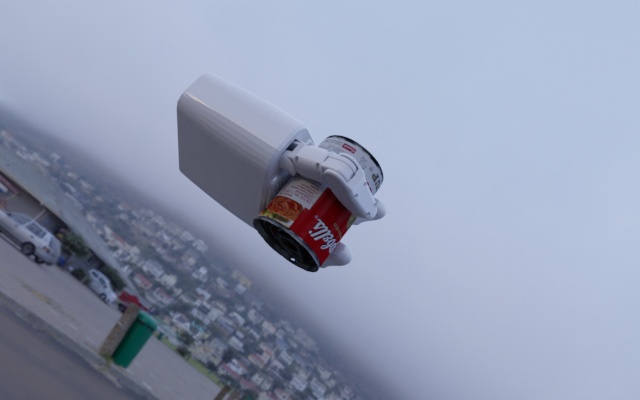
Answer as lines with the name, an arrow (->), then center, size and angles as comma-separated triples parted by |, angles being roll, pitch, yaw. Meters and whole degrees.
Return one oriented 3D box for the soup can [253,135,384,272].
soup can -> 0.001, 0.001, 0.412 | 0.068, 0.102, 0.068 | 32, -23, 16
